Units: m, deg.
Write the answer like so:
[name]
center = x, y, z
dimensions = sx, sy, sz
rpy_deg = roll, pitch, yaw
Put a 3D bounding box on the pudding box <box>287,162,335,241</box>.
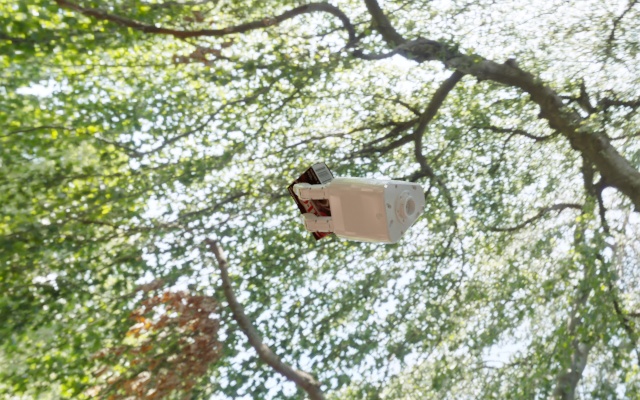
[pudding box]
center = 0.000, 0.003, 0.822
dimensions = 0.039, 0.113, 0.090
rpy_deg = -22, -10, -40
